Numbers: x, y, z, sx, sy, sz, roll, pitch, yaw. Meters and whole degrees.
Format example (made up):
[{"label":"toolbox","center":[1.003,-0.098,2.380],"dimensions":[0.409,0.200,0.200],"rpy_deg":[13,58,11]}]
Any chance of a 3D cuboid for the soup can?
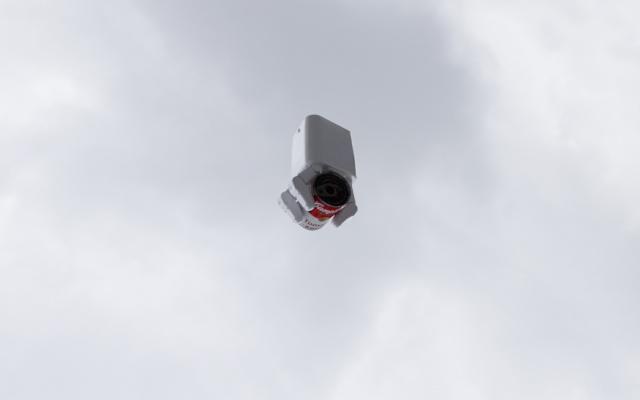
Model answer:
[{"label":"soup can","center":[0.000,0.003,0.831],"dimensions":[0.068,0.068,0.102],"rpy_deg":[0,-27,-26]}]
